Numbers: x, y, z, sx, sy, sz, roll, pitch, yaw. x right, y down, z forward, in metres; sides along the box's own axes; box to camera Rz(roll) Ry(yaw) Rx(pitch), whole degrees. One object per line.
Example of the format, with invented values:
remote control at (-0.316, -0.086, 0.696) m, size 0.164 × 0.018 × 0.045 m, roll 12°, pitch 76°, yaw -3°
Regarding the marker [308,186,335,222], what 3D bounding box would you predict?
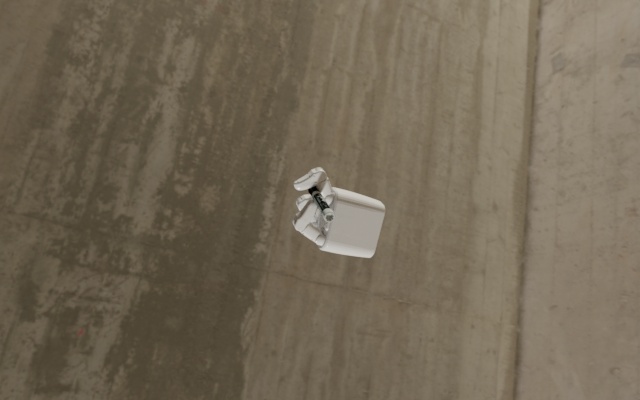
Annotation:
marker at (0.000, 0.003, 0.826) m, size 0.020 × 0.020 × 0.121 m, roll 0°, pitch 24°, yaw -16°
